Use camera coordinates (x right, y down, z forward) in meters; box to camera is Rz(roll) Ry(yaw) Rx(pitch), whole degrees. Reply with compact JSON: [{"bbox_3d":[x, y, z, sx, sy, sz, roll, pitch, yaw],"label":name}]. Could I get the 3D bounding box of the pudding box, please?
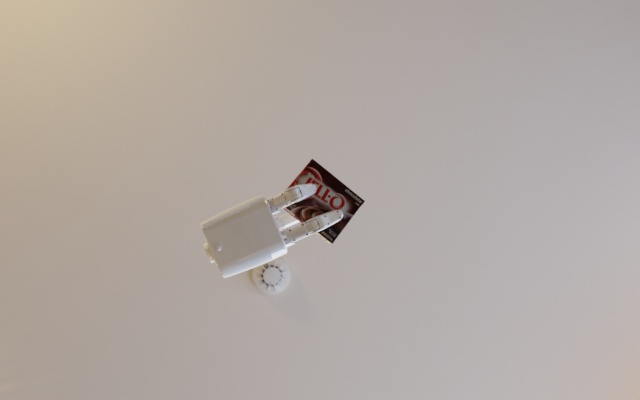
[{"bbox_3d":[0.000,0.003,0.774,0.113,0.090,0.039,39,-11,-4],"label":"pudding box"}]
